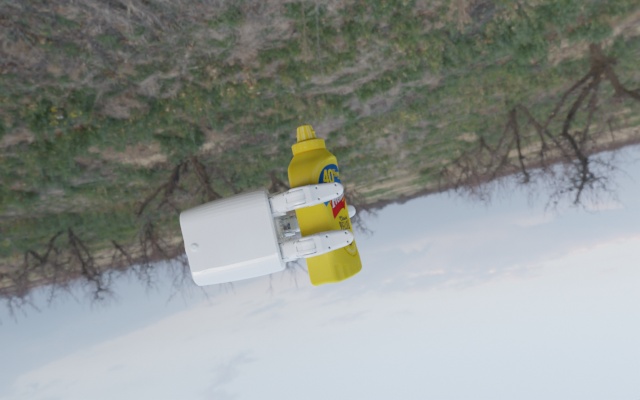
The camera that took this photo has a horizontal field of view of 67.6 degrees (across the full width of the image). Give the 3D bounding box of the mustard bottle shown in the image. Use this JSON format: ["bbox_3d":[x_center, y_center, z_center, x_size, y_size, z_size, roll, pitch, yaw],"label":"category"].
[{"bbox_3d":[0.000,0.002,0.587,0.058,0.191,0.096,-14,-2,24],"label":"mustard bottle"}]
